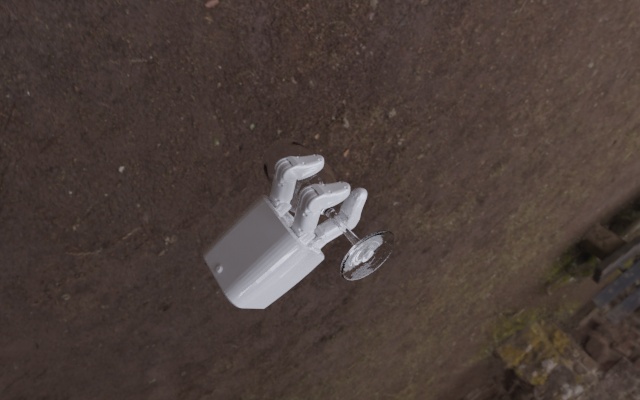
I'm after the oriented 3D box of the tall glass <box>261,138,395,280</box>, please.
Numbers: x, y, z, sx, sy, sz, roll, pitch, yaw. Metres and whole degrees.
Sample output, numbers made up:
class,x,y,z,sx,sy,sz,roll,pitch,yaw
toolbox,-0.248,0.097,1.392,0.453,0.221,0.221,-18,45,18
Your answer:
class,x,y,z,sx,sy,sz,roll,pitch,yaw
tall glass,0.001,0.002,0.588,0.079,0.079,0.201,0,38,-42
